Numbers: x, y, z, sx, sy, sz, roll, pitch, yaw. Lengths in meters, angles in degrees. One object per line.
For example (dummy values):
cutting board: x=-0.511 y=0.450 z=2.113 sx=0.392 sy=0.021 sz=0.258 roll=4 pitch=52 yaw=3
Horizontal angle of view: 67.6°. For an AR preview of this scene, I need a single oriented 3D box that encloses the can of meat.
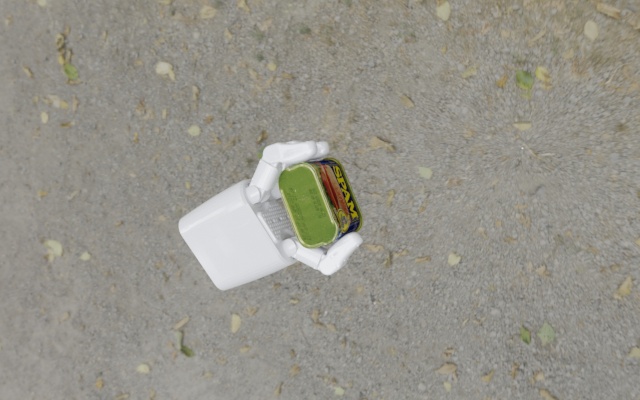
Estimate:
can of meat: x=0.000 y=0.002 z=0.561 sx=0.057 sy=0.102 sz=0.084 roll=-23 pitch=-3 yaw=24
